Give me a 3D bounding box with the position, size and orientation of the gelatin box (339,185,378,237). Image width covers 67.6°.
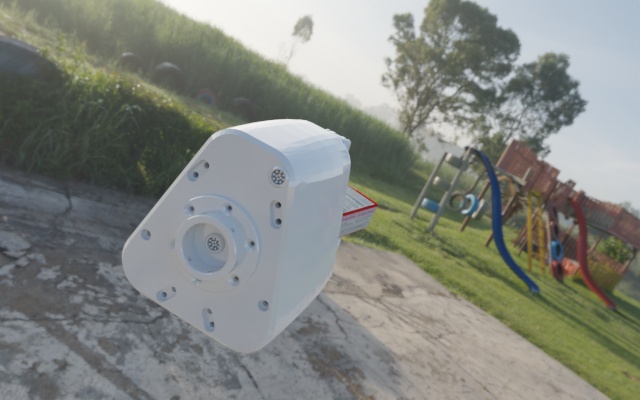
[{"bbox_3d":[0.000,0.001,0.425,0.073,0.030,0.089,34,22,22],"label":"gelatin box"}]
